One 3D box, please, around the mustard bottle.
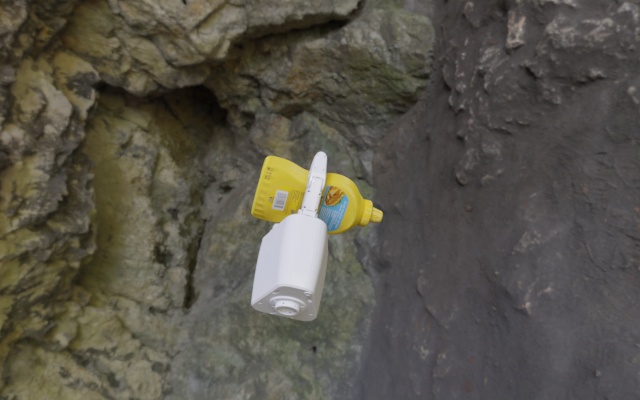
[{"bbox_3d":[0.000,0.002,0.711,0.191,0.096,0.058,15,29,-8],"label":"mustard bottle"}]
